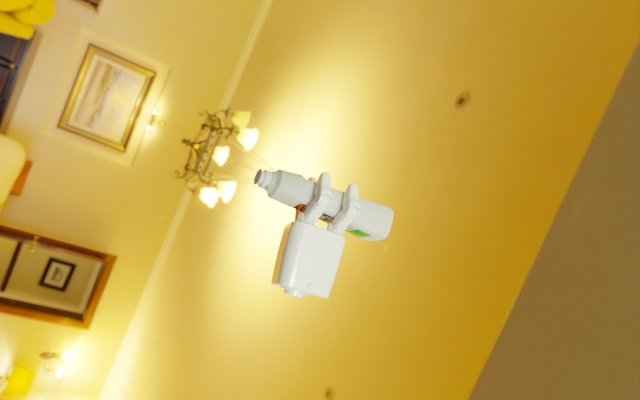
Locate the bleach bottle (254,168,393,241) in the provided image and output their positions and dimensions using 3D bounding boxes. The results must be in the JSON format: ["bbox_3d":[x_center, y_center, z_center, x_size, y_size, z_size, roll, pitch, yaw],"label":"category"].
[{"bbox_3d":[0.000,0.003,0.824,0.251,0.068,0.102,21,-12,-27],"label":"bleach bottle"}]
